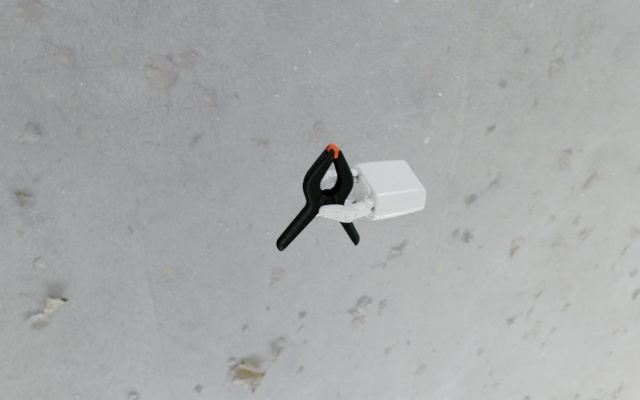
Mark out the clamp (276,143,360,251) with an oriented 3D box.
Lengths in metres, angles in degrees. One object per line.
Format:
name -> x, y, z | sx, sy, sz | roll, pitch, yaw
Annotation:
clamp -> 0.001, 0.003, 0.849 | 0.164, 0.210, 0.036 | -9, 30, -20
